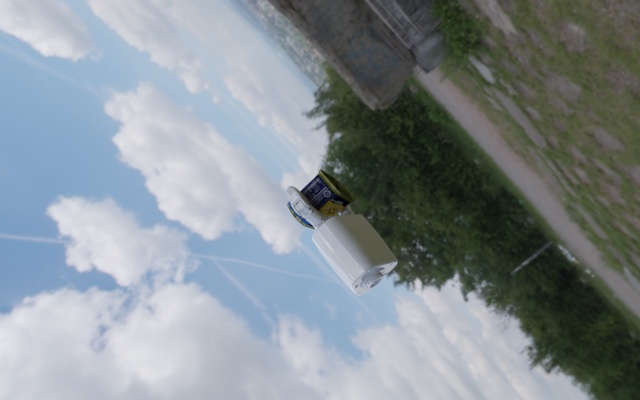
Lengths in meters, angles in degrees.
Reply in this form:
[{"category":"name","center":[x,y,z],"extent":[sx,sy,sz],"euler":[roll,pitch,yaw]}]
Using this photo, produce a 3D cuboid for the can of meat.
[{"category":"can of meat","center":[0.000,0.003,0.815],"extent":[0.084,0.057,0.102],"euler":[-43,-22,9]}]
